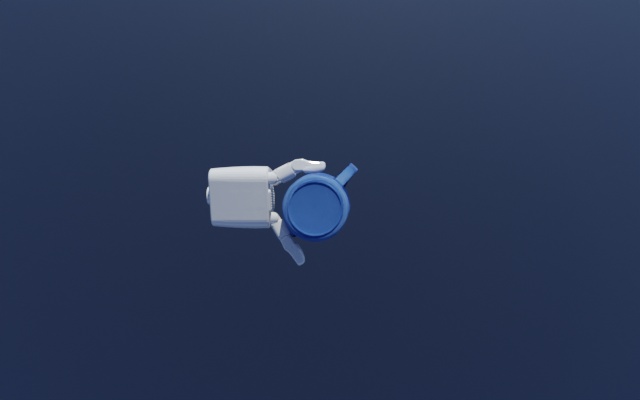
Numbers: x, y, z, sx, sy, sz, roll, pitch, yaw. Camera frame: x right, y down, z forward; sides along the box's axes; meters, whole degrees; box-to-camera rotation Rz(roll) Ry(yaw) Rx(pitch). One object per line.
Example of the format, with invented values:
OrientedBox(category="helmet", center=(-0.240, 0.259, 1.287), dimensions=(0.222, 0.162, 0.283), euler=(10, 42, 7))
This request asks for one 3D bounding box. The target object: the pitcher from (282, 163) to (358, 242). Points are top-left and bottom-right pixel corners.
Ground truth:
OrientedBox(category="pitcher", center=(0.000, 0.003, 0.879), dimensions=(0.145, 0.149, 0.243), euler=(0, 1, 1))
